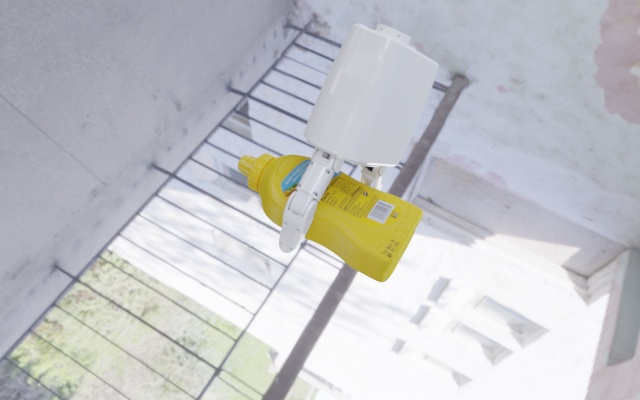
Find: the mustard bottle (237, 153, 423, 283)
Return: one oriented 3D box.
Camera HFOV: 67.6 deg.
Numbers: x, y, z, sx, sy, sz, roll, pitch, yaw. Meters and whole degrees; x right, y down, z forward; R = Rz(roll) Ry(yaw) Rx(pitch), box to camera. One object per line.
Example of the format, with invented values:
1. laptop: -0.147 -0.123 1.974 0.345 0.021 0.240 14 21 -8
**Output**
1. mustard bottle: 0.000 0.002 0.479 0.191 0.058 0.096 27 42 13
